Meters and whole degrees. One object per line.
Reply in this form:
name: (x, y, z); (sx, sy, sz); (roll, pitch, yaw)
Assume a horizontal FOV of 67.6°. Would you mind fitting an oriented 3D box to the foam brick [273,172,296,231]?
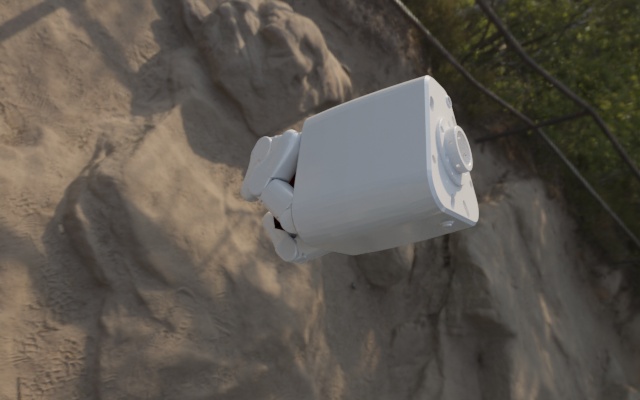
foam brick: (0.000, 0.001, 0.430); (0.051, 0.053, 0.078); (-18, -21, 32)
